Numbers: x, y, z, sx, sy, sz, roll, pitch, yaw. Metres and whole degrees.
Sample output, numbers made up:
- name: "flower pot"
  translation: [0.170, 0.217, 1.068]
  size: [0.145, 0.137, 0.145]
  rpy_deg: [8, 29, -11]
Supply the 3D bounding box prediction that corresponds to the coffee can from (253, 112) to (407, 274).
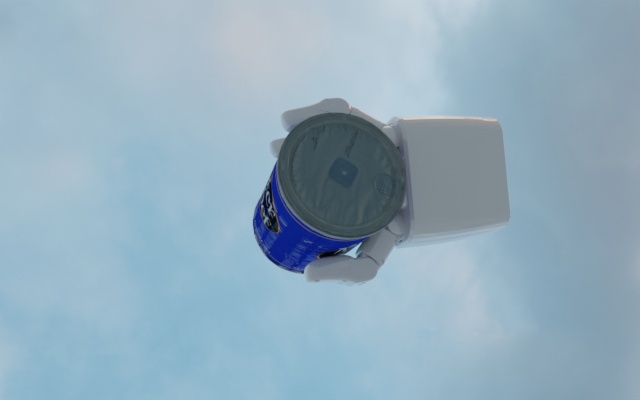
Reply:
- name: "coffee can"
  translation: [0.000, 0.001, 0.422]
  size: [0.103, 0.102, 0.140]
  rpy_deg: [0, -19, -16]
